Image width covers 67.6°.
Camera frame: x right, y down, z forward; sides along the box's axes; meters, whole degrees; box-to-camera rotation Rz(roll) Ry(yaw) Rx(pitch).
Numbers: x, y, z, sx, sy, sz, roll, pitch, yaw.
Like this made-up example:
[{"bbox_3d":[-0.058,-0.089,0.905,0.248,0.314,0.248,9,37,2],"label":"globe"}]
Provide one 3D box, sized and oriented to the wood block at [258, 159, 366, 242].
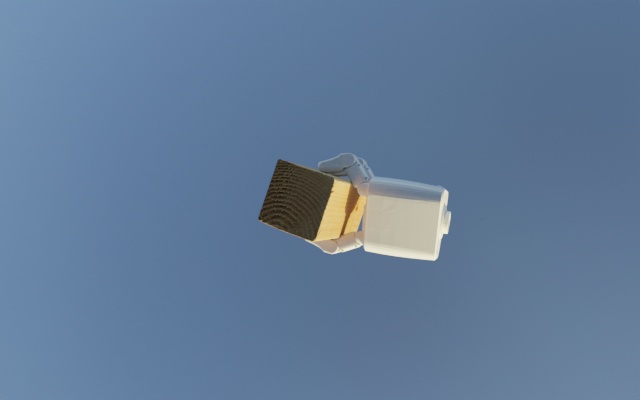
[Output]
[{"bbox_3d":[0.000,0.003,0.726,0.090,0.091,0.206,20,4,19],"label":"wood block"}]
